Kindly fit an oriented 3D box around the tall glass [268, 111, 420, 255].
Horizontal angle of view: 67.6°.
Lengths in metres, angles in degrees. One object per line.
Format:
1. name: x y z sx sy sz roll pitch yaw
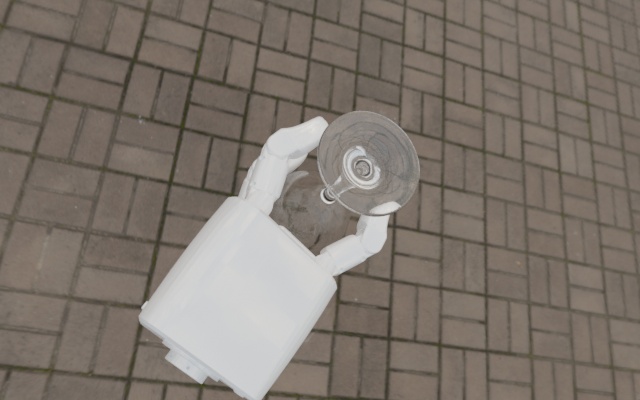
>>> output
1. tall glass: 0.000 0.001 0.406 0.079 0.079 0.201 0 -15 -20
